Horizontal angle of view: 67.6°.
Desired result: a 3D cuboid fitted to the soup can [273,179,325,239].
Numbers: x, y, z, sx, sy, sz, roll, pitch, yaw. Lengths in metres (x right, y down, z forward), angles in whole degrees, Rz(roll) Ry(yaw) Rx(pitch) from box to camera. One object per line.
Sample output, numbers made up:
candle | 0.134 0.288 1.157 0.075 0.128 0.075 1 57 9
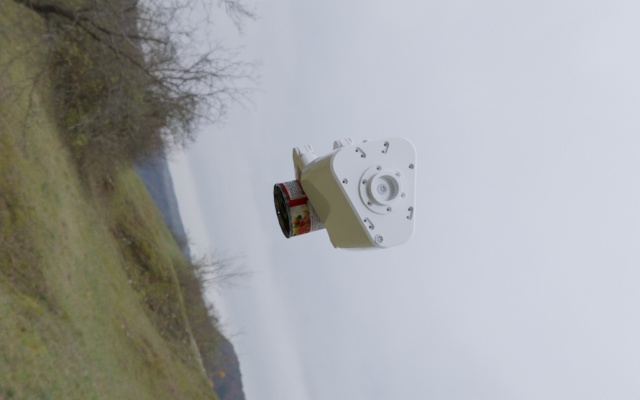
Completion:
soup can | 0.000 0.002 0.587 0.102 0.068 0.068 -13 4 -17
